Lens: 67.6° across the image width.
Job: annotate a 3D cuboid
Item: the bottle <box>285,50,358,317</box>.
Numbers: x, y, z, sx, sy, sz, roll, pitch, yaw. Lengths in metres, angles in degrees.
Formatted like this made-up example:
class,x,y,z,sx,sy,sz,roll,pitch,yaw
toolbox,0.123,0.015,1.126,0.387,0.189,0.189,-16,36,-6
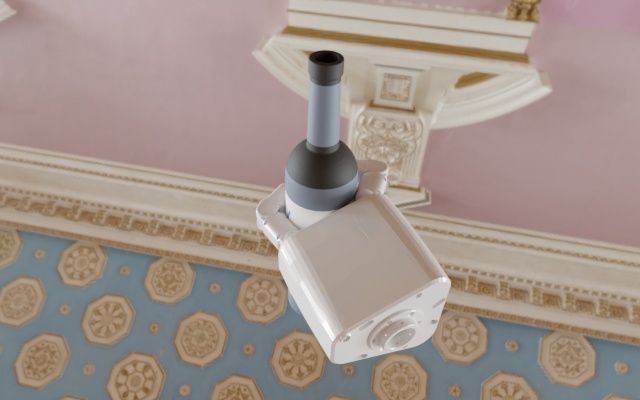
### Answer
class,x,y,z,sx,sy,sz,roll,pitch,yaw
bottle,0.000,0.002,0.459,0.069,0.296,0.069,1,42,-1
